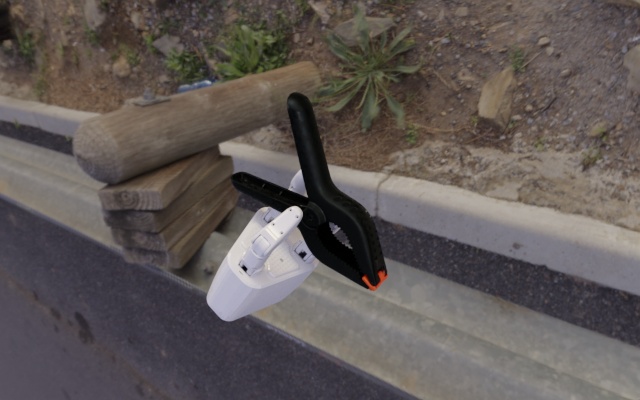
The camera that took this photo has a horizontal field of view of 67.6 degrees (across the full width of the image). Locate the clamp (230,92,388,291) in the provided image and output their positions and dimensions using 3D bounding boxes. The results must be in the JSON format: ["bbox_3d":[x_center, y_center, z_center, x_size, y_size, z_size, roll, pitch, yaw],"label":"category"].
[{"bbox_3d":[0.000,0.003,0.500,0.036,0.210,0.165,-36,-12,-42],"label":"clamp"}]
